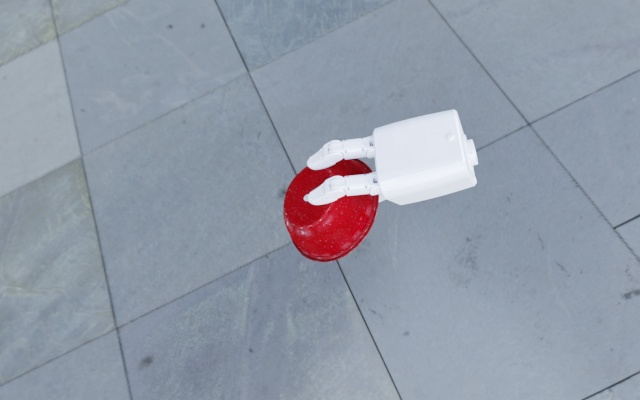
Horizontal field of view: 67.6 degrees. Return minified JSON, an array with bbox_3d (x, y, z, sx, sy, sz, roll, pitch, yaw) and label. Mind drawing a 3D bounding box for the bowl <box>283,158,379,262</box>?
[{"bbox_3d":[-0.001,0.003,0.674,0.162,0.162,0.055,0,-19,40],"label":"bowl"}]
